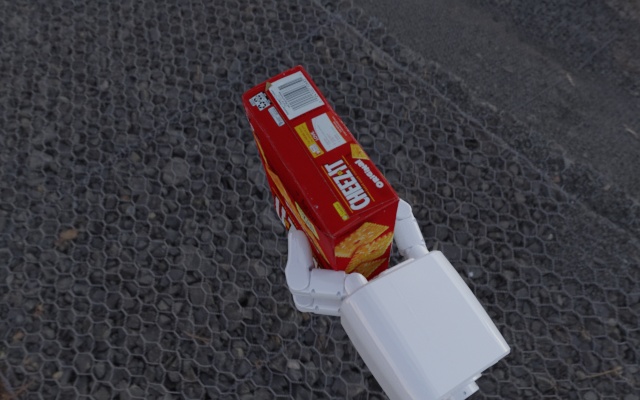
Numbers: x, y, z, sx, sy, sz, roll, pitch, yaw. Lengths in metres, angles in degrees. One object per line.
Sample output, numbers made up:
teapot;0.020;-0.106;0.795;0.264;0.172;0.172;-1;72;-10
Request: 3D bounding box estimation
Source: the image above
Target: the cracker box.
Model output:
cracker box;0.000;0.001;0.480;0.072;0.164;0.214;-28;-26;-11
